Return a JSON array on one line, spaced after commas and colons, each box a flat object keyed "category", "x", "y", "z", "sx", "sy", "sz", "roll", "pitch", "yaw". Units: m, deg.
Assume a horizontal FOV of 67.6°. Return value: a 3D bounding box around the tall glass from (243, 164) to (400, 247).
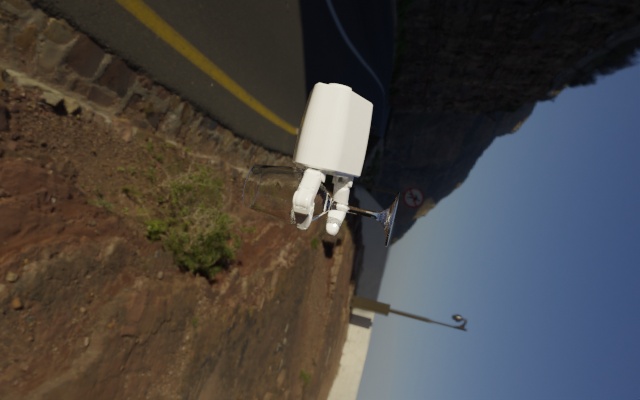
[{"category": "tall glass", "x": 0.001, "y": 0.002, "z": 0.644, "sx": 0.201, "sy": 0.079, "sz": 0.079, "roll": 13, "pitch": 2, "yaw": 10}]
